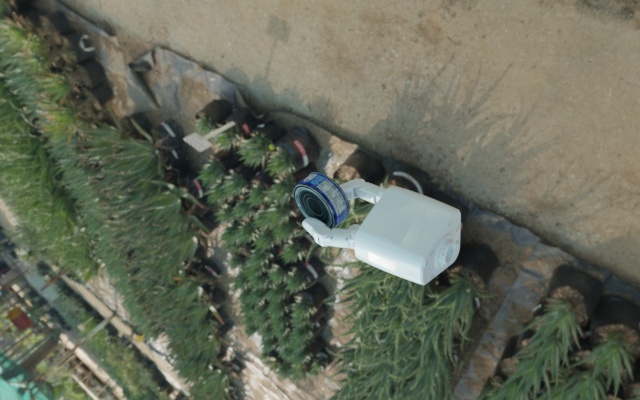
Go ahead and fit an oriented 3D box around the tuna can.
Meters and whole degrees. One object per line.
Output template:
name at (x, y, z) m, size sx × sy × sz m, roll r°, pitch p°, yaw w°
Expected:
tuna can at (0.000, 0.003, 0.708) m, size 0.033 × 0.086 × 0.086 m, roll -40°, pitch 22°, yaw -30°
